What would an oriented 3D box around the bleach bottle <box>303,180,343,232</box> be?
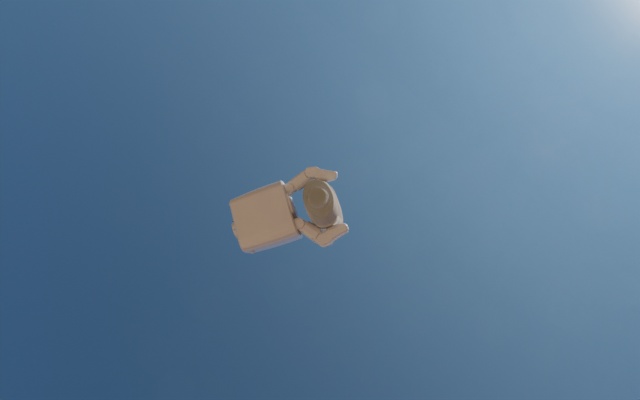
[{"bbox_3d":[0.000,0.003,0.875,0.068,0.102,0.251,-20,-9,1],"label":"bleach bottle"}]
